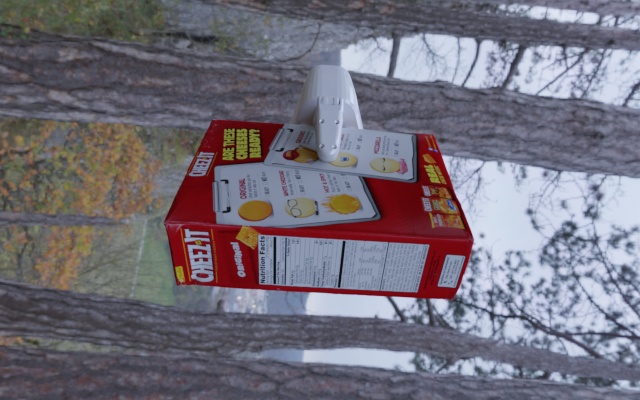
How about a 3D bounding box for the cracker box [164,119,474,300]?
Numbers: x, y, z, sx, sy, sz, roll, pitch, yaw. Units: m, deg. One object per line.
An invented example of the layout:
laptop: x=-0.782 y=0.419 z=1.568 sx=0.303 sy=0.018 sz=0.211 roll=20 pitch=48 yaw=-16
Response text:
cracker box: x=0.000 y=0.001 z=0.405 sx=0.214 sy=0.072 sz=0.164 roll=3 pitch=34 yaw=-1
